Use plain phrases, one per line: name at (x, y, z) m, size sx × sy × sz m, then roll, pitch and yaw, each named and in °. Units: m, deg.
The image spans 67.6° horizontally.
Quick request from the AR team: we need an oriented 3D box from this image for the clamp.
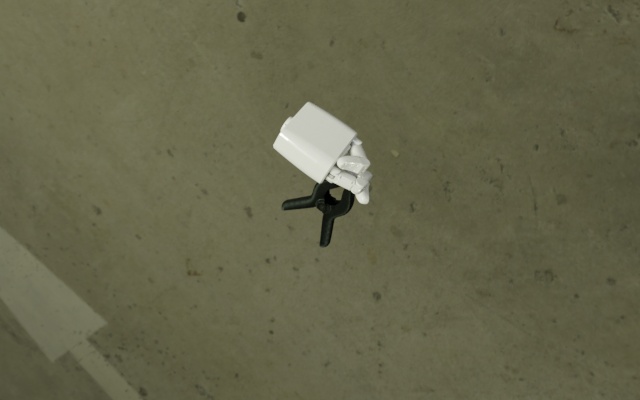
clamp at (0.000, 0.003, 0.892) m, size 0.120 × 0.171 × 0.039 m, roll 34°, pitch 36°, yaw 0°
